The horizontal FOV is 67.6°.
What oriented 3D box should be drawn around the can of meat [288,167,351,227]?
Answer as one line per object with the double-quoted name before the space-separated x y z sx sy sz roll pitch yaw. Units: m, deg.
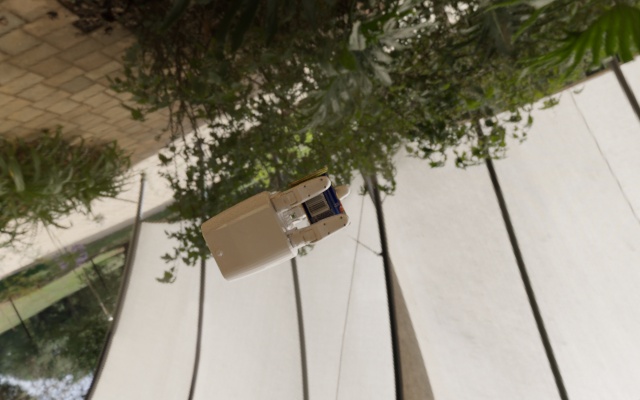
"can of meat" 0.000 0.002 0.671 0.057 0.084 0.102 -25 3 2
